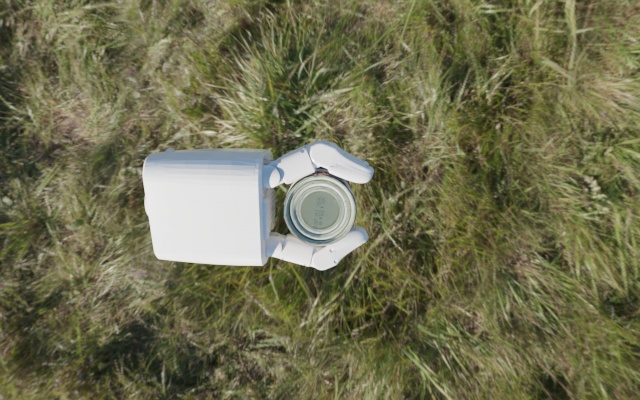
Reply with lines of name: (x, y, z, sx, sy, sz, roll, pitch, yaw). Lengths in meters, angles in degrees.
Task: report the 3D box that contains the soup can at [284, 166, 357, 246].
soup can: (0.001, 0.002, 0.475, 0.068, 0.068, 0.102, 0, 9, 1)
